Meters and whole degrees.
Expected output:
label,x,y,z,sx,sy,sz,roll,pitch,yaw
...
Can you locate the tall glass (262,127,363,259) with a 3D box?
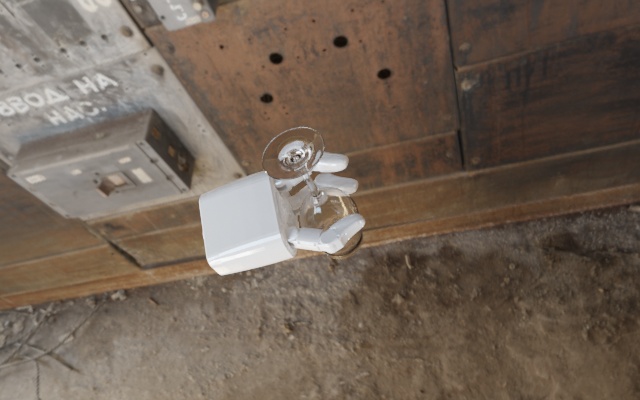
label,x,y,z,sx,sy,sz,roll,pitch,yaw
tall glass,0.000,0.002,0.603,0.079,0.079,0.201,0,-33,23
